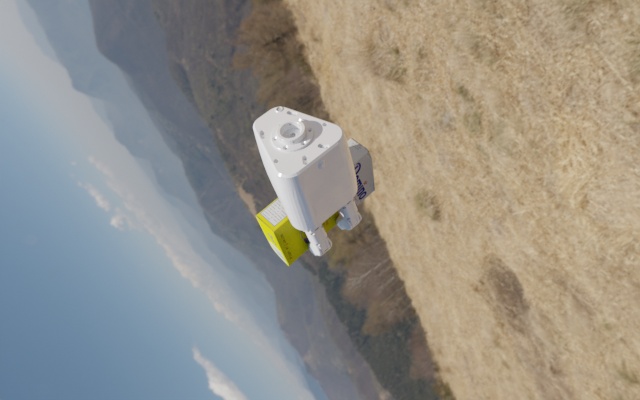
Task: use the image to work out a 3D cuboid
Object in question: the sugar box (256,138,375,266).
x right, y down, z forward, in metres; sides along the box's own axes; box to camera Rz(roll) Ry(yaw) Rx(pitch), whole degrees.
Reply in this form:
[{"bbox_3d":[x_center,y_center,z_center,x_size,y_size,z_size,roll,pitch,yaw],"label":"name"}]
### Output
[{"bbox_3d":[0.000,0.002,0.663,0.048,0.176,0.093,41,-19,32],"label":"sugar box"}]
